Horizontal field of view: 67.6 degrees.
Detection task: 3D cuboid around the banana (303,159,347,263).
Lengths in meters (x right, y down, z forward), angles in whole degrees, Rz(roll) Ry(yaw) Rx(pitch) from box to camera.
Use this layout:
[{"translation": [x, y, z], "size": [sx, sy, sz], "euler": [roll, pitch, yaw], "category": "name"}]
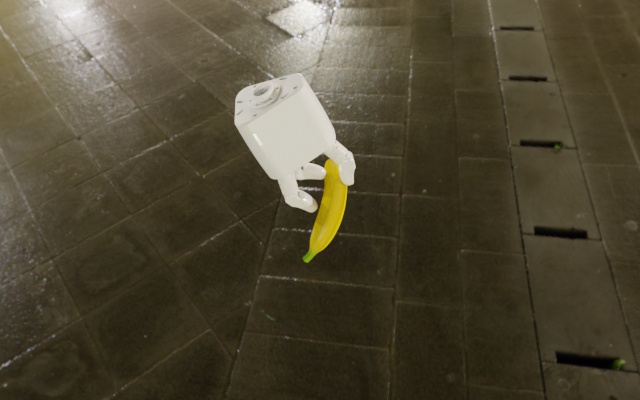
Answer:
[{"translation": [0.012, 0.001, 0.765], "size": [0.069, 0.197, 0.037], "euler": [-18, -45, 43], "category": "banana"}]
